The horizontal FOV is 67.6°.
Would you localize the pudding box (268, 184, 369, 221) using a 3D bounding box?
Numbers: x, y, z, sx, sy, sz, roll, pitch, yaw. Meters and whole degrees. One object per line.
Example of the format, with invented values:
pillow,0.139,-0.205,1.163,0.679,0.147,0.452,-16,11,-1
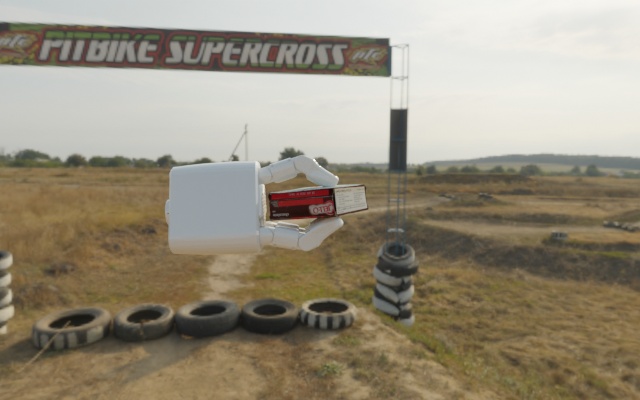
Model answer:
pudding box,0.000,0.002,0.605,0.090,0.039,0.113,-3,4,26
